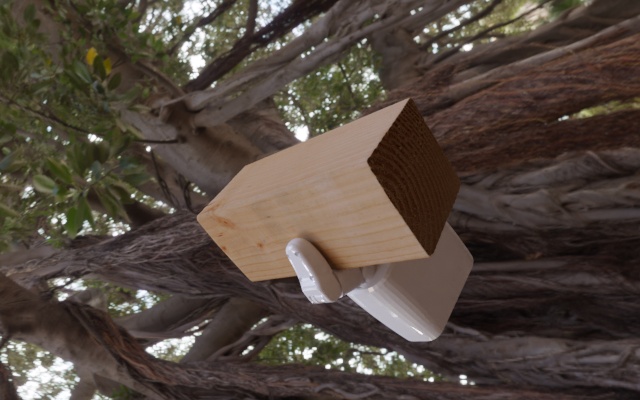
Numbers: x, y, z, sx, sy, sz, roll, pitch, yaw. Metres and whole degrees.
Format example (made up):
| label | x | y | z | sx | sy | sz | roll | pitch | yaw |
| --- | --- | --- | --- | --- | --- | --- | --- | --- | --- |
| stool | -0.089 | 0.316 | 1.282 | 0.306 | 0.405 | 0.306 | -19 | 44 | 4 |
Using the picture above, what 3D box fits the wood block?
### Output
| label | x | y | z | sx | sy | sz | roll | pitch | yaw |
| --- | --- | --- | --- | --- | --- | --- | --- | --- | --- |
| wood block | 0.000 | 0.002 | 0.417 | 0.206 | 0.090 | 0.090 | -16 | 29 | 42 |
